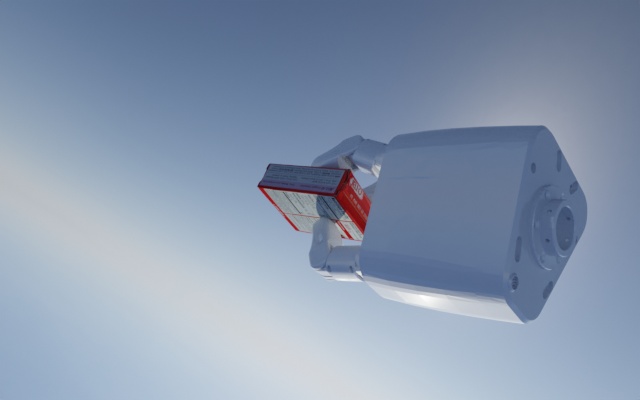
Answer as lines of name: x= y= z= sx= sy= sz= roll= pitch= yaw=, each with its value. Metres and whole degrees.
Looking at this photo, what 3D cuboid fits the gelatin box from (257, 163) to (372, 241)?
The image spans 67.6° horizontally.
gelatin box: x=0.000 y=0.002 z=0.420 sx=0.089 sy=0.030 sz=0.073 roll=6 pitch=-31 yaw=36
